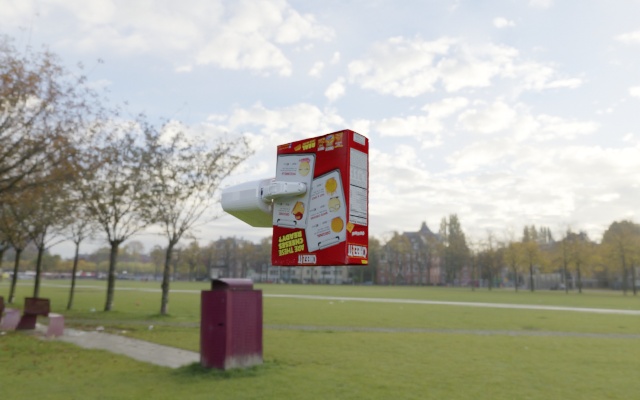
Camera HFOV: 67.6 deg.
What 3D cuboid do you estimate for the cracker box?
[{"bbox_3d":[0.000,0.002,0.799,0.164,0.213,0.072,-7,-12,40],"label":"cracker box"}]
